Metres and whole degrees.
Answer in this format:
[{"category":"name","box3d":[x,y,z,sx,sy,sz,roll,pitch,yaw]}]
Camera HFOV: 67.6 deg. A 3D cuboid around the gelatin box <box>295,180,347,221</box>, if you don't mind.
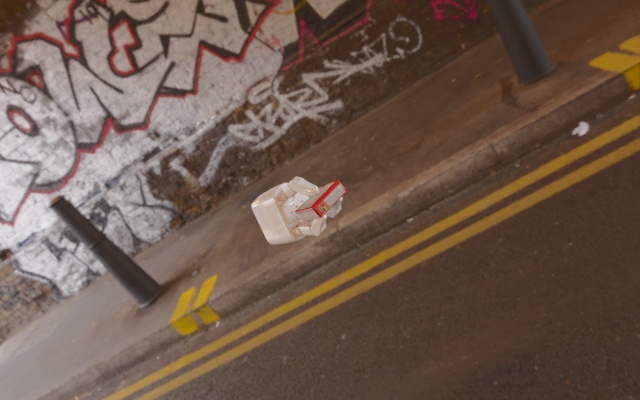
[{"category":"gelatin box","box3d":[0.000,0.002,0.881,0.073,0.030,0.089,-45,10,-21]}]
